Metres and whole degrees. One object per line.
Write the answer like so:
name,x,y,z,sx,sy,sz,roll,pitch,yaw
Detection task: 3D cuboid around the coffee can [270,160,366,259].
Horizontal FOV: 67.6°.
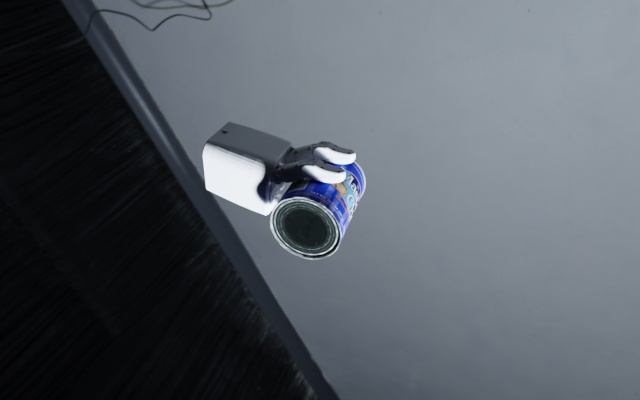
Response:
coffee can,0.000,0.002,0.695,0.103,0.103,0.140,0,32,21
